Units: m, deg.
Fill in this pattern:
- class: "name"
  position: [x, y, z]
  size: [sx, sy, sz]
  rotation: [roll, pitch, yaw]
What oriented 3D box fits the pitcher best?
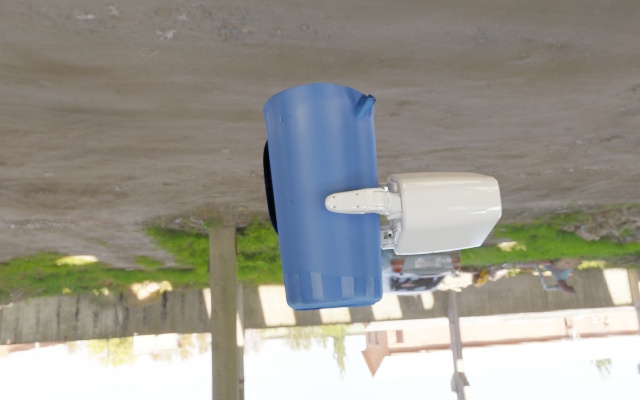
- class: "pitcher"
  position: [0.000, 0.002, 0.557]
  size: [0.145, 0.242, 0.149]
  rotation: [-4, -12, 0]
